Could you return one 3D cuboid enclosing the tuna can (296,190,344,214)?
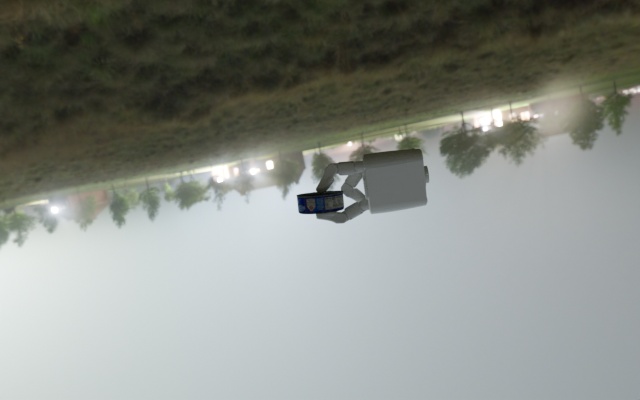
[{"bbox_3d":[0.000,0.003,0.867,0.086,0.034,0.086,-5,5,0],"label":"tuna can"}]
